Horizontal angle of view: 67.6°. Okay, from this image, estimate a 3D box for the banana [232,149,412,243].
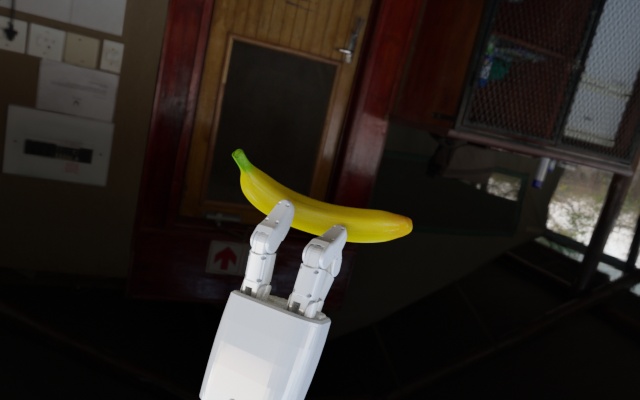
[{"bbox_3d":[-0.005,0.010,0.502,0.198,0.037,0.070,21,-30,5],"label":"banana"}]
